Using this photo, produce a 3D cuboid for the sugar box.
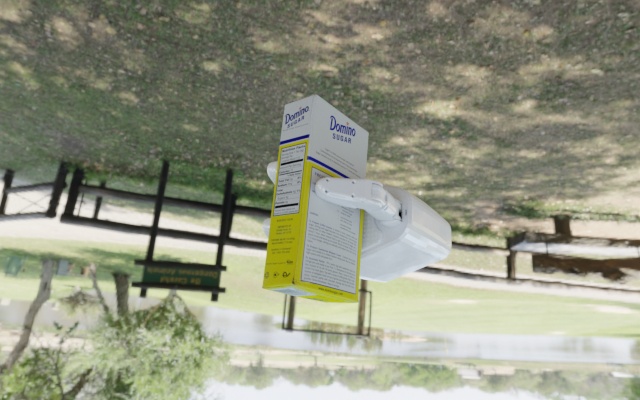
[{"bbox_3d":[0.000,0.002,0.448,0.048,0.176,0.093,-11,-24,37],"label":"sugar box"}]
